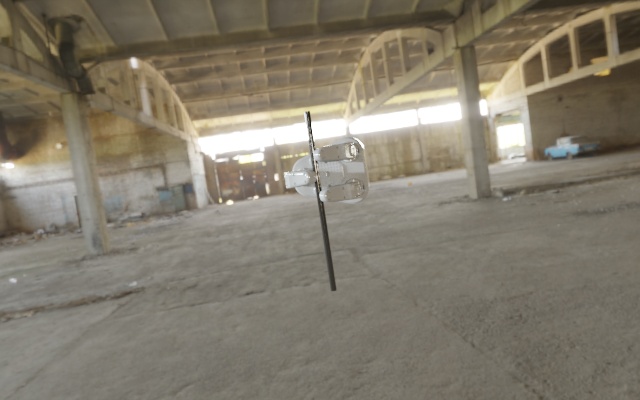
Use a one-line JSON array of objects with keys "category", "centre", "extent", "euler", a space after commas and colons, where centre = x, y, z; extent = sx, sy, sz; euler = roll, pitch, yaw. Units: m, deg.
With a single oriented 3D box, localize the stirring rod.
[{"category": "stirring rod", "centre": [0.000, 0.002, 0.633], "extent": [0.011, 0.239, 0.011], "euler": [-8, 4, 1]}]
